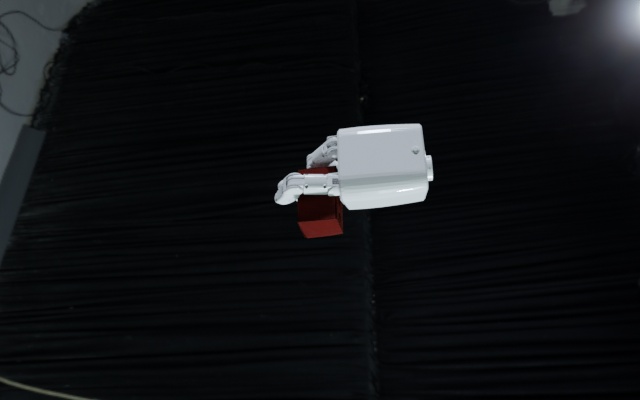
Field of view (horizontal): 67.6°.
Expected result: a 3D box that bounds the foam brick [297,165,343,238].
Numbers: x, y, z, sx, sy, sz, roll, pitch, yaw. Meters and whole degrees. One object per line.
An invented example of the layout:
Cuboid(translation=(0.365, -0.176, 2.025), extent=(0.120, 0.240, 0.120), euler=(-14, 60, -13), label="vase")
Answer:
Cuboid(translation=(0.000, 0.002, 0.618), extent=(0.051, 0.078, 0.053), euler=(-5, -26, 8), label="foam brick")
